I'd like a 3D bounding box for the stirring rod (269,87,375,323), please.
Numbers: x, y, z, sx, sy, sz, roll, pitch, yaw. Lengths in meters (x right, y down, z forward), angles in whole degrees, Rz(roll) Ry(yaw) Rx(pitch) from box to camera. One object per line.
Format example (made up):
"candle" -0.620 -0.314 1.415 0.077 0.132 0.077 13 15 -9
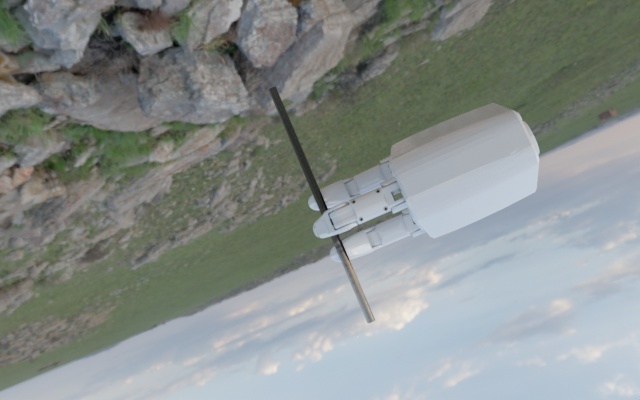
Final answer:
"stirring rod" 0.000 0.001 0.452 0.011 0.239 0.011 -23 -6 -3
